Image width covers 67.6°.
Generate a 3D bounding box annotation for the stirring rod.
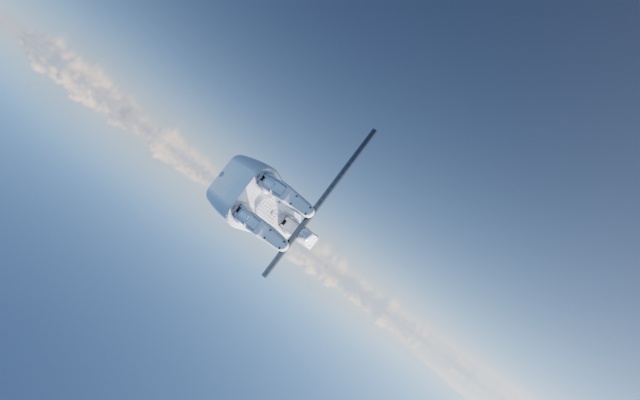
[{"bbox_3d":[0.000,0.002,0.621,0.011,0.239,0.011,37,-6,4],"label":"stirring rod"}]
